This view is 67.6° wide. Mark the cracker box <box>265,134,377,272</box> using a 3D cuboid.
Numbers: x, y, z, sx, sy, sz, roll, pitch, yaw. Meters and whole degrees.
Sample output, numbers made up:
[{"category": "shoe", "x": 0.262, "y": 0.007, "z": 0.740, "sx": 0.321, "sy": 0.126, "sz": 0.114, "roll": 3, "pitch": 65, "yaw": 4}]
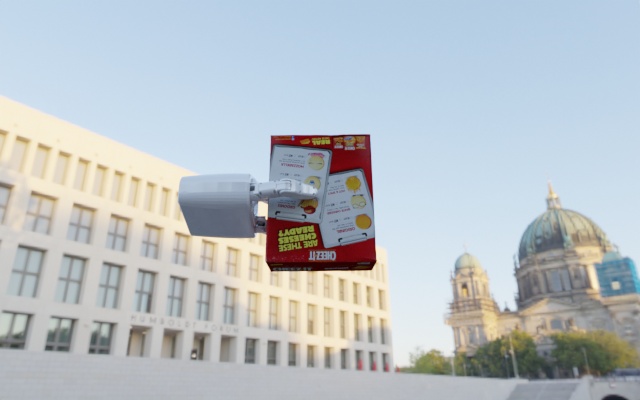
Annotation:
[{"category": "cracker box", "x": 0.000, "y": 0.002, "z": 0.755, "sx": 0.164, "sy": 0.213, "sz": 0.072, "roll": -1, "pitch": -22, "yaw": 1}]
